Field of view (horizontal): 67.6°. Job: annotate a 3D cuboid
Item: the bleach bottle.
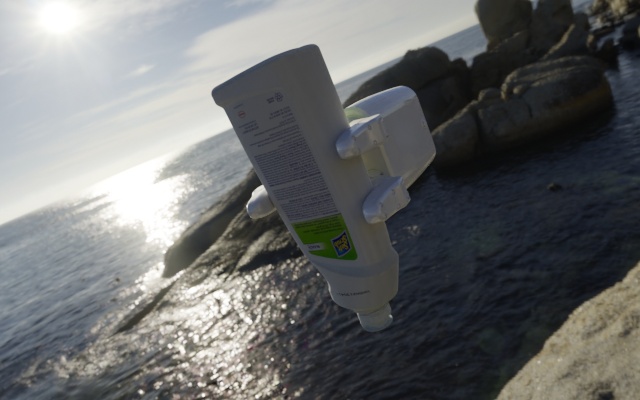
[{"bbox_3d":[0.000,0.001,0.421,0.102,0.251,0.068,-11,17,43],"label":"bleach bottle"}]
